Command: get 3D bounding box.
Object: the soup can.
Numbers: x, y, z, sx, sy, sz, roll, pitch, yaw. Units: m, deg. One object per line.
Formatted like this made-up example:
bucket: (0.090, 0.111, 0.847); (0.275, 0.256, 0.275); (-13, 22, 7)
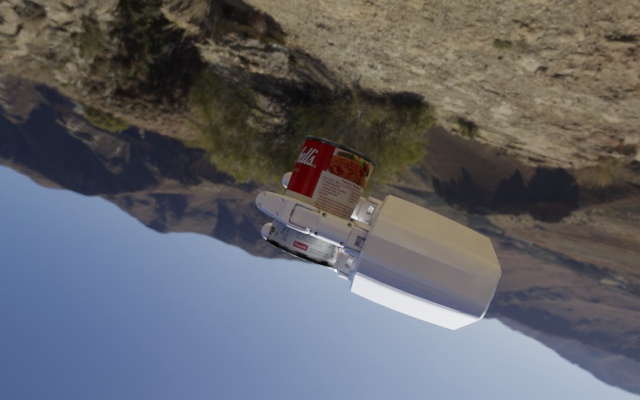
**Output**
soup can: (-0.001, 0.001, 0.432); (0.068, 0.102, 0.068); (22, -2, 1)
